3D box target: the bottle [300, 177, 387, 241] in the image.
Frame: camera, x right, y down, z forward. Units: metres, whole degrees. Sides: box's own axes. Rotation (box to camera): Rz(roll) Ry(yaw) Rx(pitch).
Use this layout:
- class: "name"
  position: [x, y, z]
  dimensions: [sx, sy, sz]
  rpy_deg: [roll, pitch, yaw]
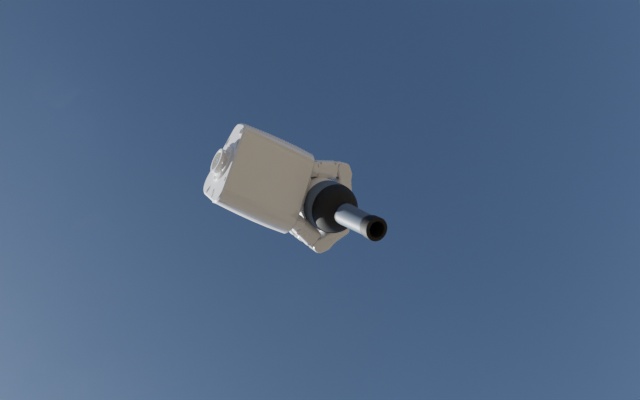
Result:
- class: "bottle"
  position: [0.000, 0.002, 0.652]
  dimensions: [0.069, 0.069, 0.295]
  rpy_deg: [0, 12, -25]
